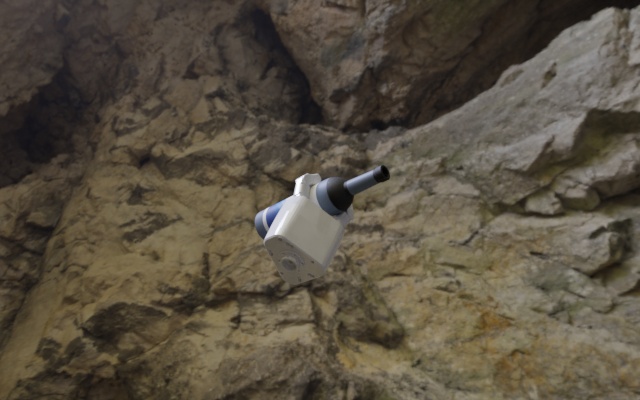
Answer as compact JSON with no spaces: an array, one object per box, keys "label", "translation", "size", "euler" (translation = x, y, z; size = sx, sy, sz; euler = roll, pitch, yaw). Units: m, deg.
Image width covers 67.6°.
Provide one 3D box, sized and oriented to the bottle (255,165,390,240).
[{"label":"bottle","translation":[0.000,0.003,0.884],"size":[0.296,0.069,0.069],"euler":[-25,-15,36]}]
